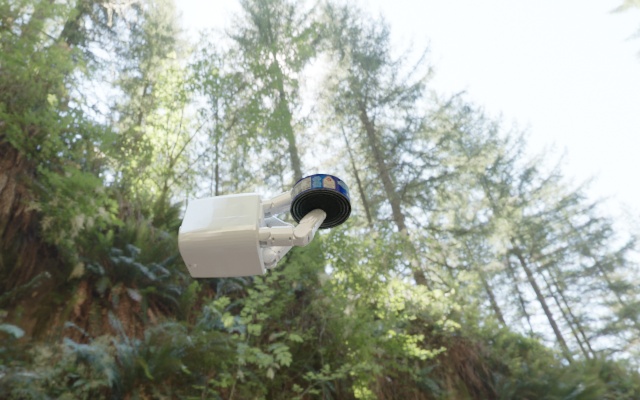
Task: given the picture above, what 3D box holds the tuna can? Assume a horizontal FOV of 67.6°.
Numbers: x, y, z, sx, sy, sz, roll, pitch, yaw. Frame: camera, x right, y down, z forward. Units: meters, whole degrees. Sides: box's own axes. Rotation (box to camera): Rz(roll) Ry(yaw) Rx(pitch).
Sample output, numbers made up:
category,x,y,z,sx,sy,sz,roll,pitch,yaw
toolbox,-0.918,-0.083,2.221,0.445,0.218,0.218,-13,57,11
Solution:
category,x,y,z,sx,sy,sz,roll,pitch,yaw
tuna can,0.000,0.002,0.674,0.086,0.033,0.086,-1,-42,-1
